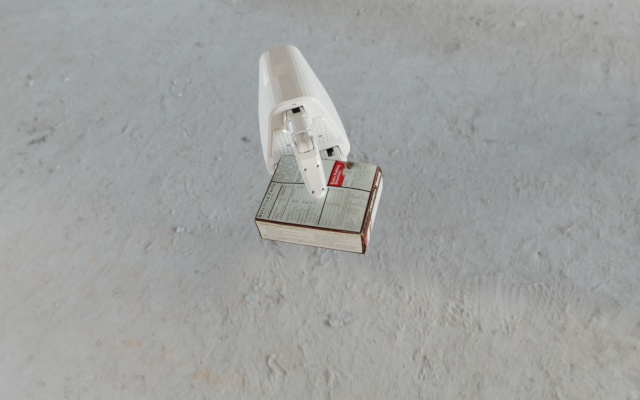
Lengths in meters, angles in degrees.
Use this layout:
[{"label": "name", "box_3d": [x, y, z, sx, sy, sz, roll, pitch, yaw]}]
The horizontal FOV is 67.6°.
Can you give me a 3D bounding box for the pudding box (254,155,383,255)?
[{"label": "pudding box", "box_3d": [0.000, 0.001, 0.485, 0.113, 0.090, 0.039, 6, -35, 17]}]
